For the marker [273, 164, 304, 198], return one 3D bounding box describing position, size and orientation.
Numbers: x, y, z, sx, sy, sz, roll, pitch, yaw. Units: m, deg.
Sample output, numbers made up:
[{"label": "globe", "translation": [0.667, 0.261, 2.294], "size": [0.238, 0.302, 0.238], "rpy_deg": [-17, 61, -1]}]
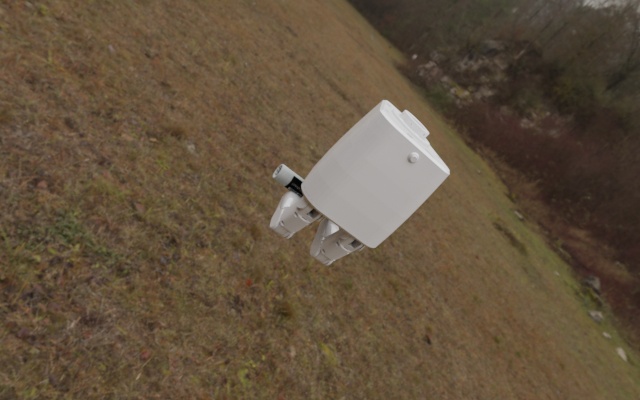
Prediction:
[{"label": "marker", "translation": [0.000, 0.002, 0.525], "size": [0.121, 0.020, 0.020], "rpy_deg": [36, -16, -22]}]
